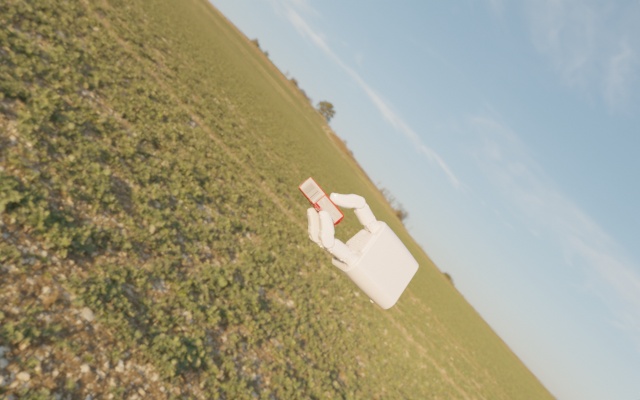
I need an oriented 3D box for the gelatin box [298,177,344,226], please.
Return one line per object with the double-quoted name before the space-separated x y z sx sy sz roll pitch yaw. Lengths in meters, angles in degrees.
"gelatin box" 0.000 0.002 0.813 0.030 0.089 0.073 -41 3 -2
